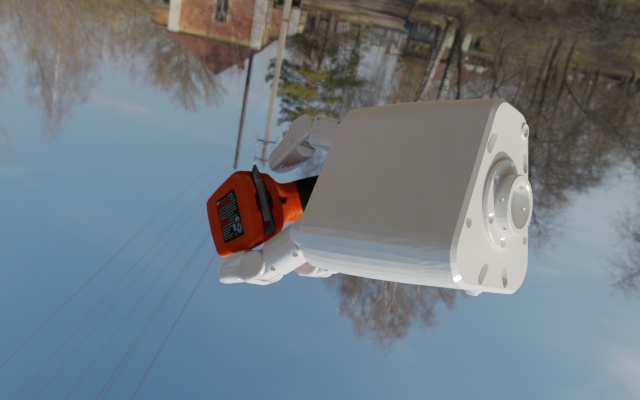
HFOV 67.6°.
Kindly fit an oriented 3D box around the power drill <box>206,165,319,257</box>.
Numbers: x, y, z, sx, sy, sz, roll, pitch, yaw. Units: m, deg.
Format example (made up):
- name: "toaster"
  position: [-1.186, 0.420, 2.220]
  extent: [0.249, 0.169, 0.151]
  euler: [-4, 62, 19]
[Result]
- name: "power drill"
  position: [0.000, 0.001, 0.425]
  extent: [0.187, 0.057, 0.184]
  euler: [-12, -9, -28]
